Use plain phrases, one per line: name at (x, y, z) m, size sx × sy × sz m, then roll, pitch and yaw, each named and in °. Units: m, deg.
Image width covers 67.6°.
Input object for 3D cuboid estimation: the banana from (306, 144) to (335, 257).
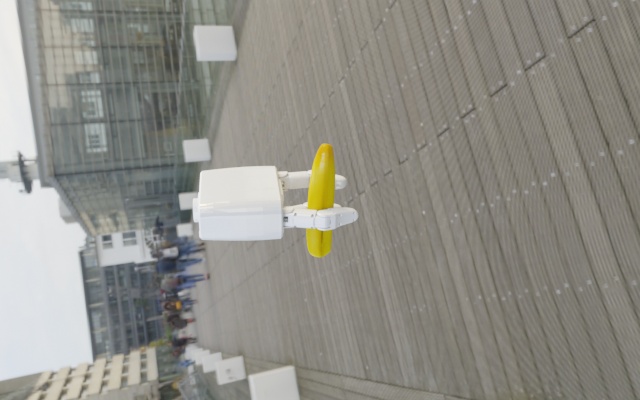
banana at (0.000, 0.017, 0.664) m, size 0.037 × 0.198 × 0.069 m, roll 2°, pitch 43°, yaw 0°
